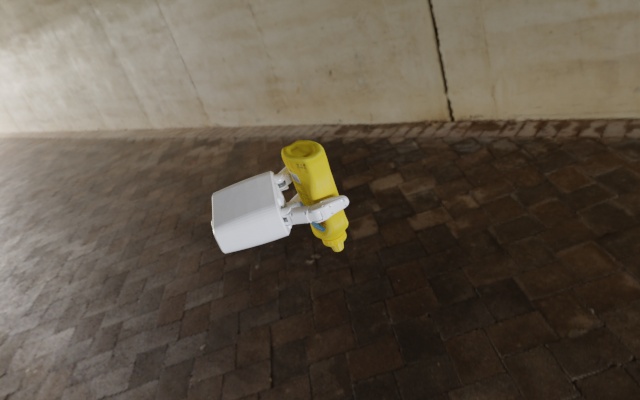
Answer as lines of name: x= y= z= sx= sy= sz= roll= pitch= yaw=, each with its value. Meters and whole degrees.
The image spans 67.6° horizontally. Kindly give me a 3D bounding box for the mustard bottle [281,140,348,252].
mustard bottle: x=0.000 y=0.002 z=0.761 sx=0.058 sy=0.192 sz=0.096 roll=-30 pitch=28 yaw=-18
